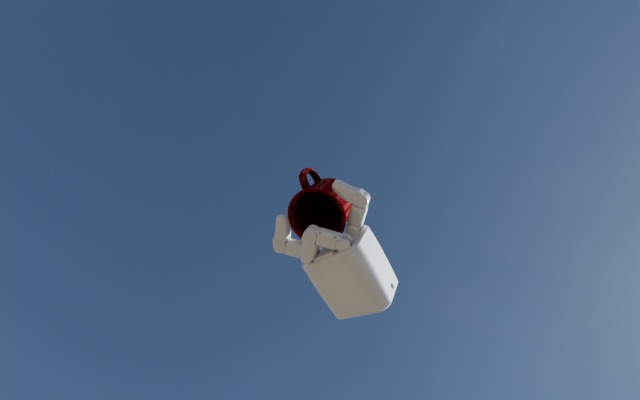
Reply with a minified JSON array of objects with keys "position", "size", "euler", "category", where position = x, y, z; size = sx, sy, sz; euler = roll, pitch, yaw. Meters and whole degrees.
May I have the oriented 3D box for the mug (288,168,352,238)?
[{"position":[-0.001,0.001,0.754],"size":[0.093,0.117,0.081],"euler":[-24,9,25],"category":"mug"}]
